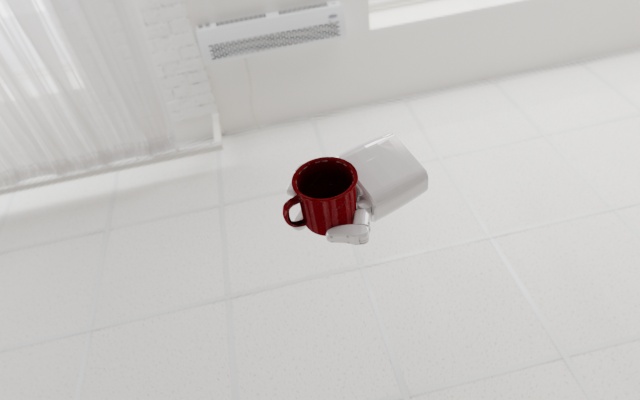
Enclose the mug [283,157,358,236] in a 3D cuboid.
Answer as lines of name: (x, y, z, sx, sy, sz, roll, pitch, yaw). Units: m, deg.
mug: (-0.001, 0.003, 0.686, 0.117, 0.082, 0.093, -27, 47, -18)
